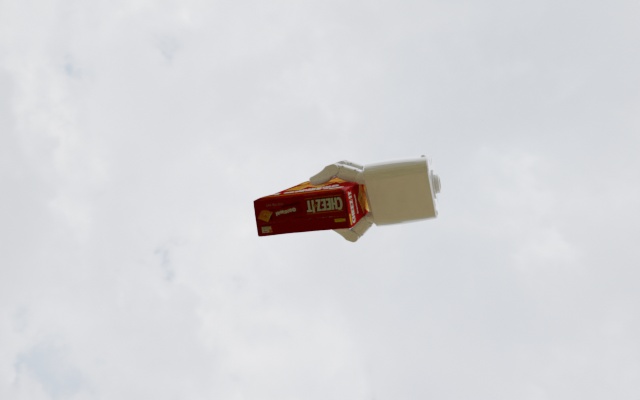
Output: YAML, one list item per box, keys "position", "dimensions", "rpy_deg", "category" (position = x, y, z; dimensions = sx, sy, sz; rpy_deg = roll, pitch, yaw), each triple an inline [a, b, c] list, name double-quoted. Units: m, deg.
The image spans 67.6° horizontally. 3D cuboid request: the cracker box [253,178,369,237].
- position: [0.000, 0.003, 0.857]
  dimensions: [0.164, 0.072, 0.213]
  rpy_deg: [-7, 7, 20]
  category: "cracker box"
